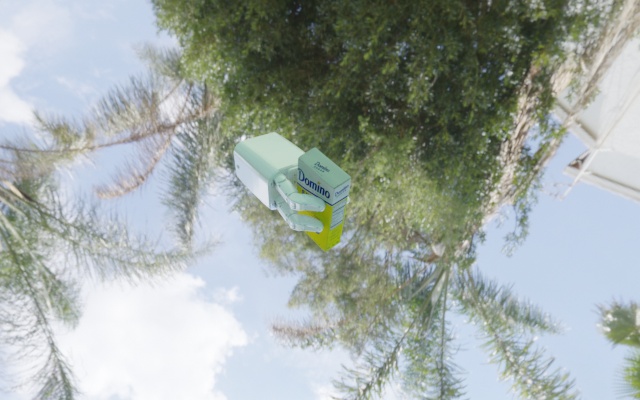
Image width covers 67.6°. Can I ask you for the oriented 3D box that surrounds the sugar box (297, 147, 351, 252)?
[{"bbox_3d":[0.000,0.003,0.836,0.048,0.176,0.093,-33,59,-26],"label":"sugar box"}]
